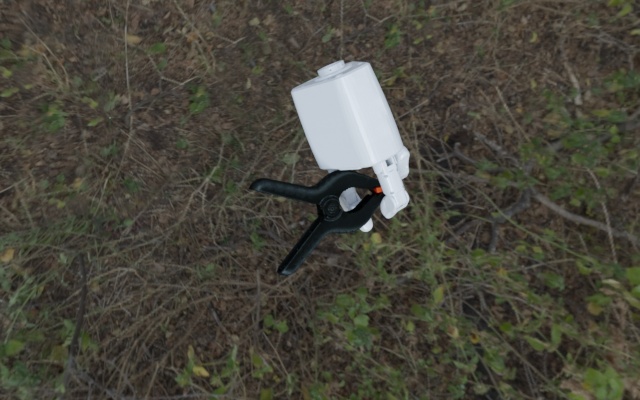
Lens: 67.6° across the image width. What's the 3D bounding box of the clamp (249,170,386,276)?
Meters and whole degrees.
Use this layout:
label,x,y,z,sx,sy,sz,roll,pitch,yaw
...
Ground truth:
label,x,y,z,sx,sy,sz,roll,pitch,yaw
clamp,0.000,0.002,0.579,0.171,0.120,0.039,-30,19,-16
